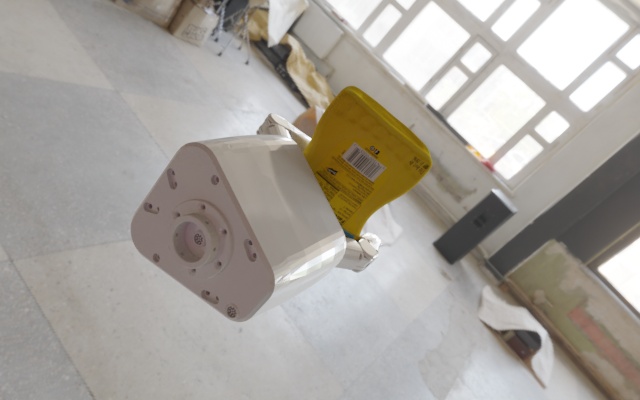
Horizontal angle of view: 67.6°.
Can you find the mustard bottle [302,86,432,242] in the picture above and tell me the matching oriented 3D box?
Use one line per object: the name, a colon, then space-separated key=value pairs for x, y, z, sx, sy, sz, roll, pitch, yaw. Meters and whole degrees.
mustard bottle: x=0.000 y=0.001 z=0.423 sx=0.096 sy=0.192 sz=0.058 roll=37 pitch=23 yaw=-11
